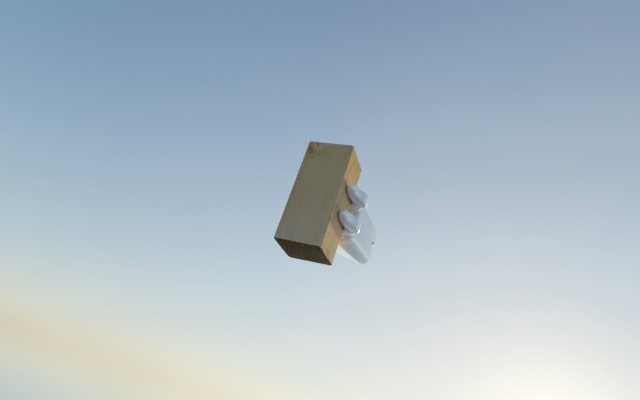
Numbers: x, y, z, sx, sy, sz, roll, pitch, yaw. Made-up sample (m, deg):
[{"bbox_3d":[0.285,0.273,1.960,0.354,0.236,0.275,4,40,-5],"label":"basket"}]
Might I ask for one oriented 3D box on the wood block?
[{"bbox_3d":[0.000,0.003,0.883,0.091,0.206,0.090,8,-27,22],"label":"wood block"}]
